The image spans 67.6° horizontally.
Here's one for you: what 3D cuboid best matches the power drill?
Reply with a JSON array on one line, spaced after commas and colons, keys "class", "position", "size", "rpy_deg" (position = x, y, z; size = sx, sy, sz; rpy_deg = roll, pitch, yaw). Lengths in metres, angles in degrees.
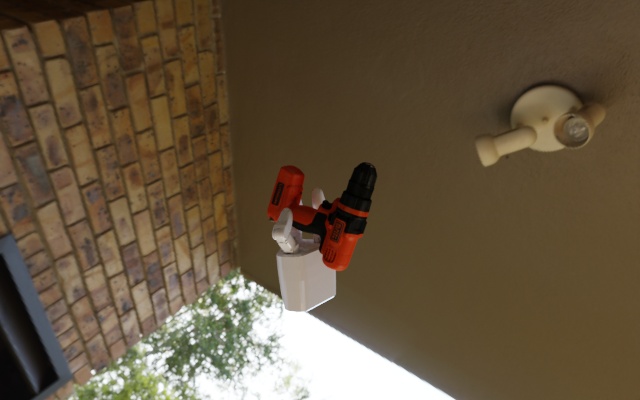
[{"class": "power drill", "position": [0.000, 0.003, 0.816], "size": [0.187, 0.184, 0.057], "rpy_deg": [27, 12, 39]}]
